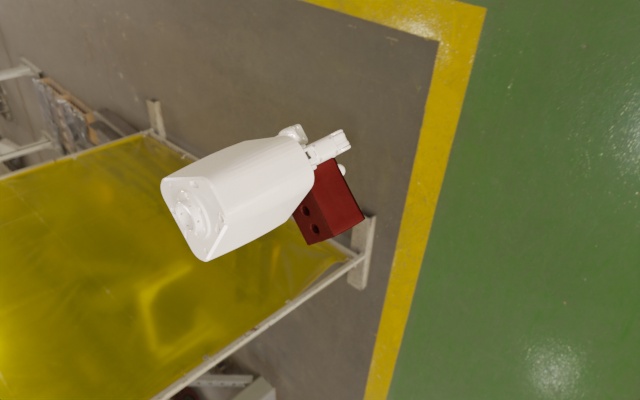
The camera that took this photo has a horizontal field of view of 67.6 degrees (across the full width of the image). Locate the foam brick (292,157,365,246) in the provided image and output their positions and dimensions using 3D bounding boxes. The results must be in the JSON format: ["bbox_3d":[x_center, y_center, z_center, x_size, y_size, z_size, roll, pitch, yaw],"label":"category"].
[{"bbox_3d":[0.000,0.002,0.520,0.051,0.078,0.053,-30,4,-39],"label":"foam brick"}]
